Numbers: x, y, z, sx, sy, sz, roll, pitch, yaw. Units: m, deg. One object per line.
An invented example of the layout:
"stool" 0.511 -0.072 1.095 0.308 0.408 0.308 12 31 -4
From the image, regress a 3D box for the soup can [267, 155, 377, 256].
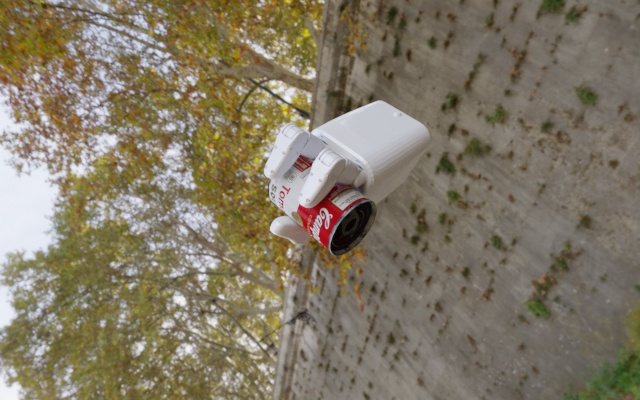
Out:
"soup can" 0.000 0.002 0.511 0.102 0.068 0.068 39 22 30
